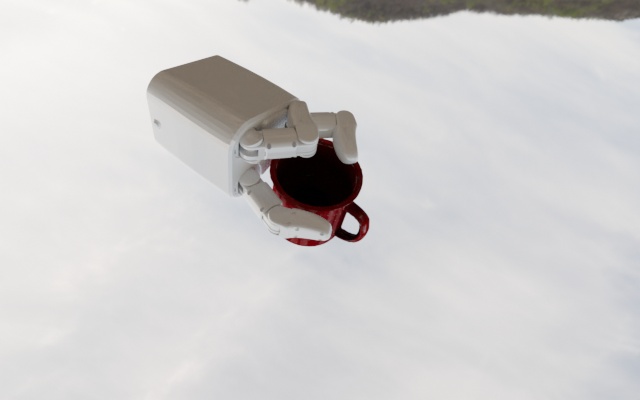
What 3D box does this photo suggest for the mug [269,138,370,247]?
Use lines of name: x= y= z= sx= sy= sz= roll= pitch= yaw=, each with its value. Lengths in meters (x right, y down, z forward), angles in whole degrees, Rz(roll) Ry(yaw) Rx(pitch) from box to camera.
mug: x=0.001 y=0.002 z=0.496 sx=0.117 sy=0.093 sz=0.082 roll=34 pitch=-35 yaw=13
